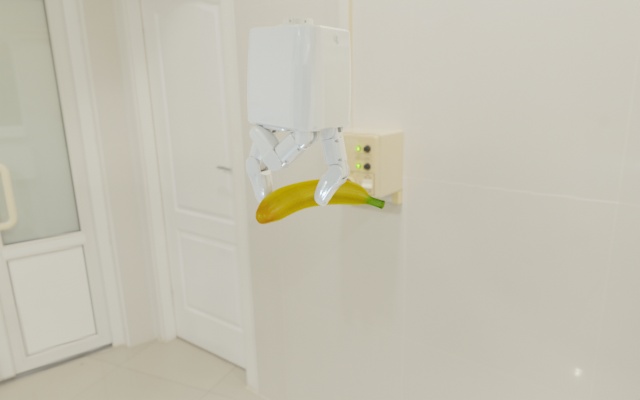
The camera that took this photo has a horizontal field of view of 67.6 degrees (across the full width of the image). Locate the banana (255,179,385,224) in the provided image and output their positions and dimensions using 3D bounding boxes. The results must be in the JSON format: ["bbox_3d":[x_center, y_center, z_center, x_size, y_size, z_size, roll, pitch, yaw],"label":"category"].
[{"bbox_3d":[-0.008,-0.003,0.618,0.198,0.037,0.069,-8,21,-35],"label":"banana"}]
